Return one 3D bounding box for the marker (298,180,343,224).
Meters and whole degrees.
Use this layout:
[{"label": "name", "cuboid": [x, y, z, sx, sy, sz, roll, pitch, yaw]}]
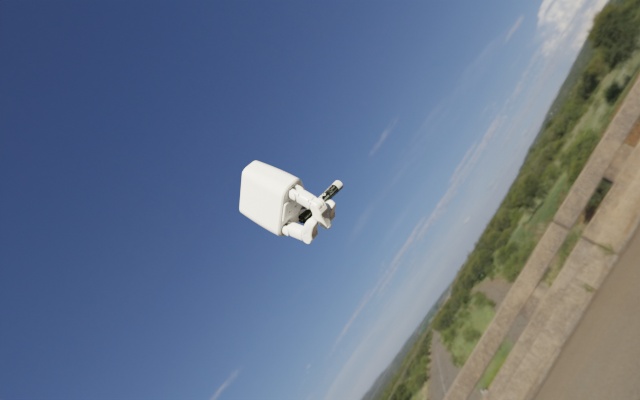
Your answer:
[{"label": "marker", "cuboid": [0.000, 0.003, 0.872, 0.020, 0.020, 0.121, 0, 34, 45]}]
